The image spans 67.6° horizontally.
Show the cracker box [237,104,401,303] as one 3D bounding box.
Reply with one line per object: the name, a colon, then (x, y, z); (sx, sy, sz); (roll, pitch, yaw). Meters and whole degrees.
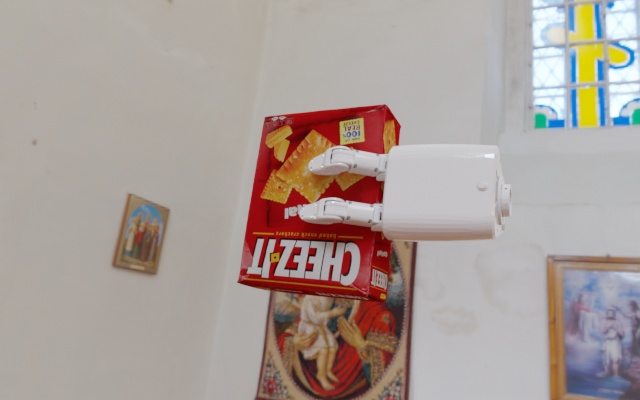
cracker box: (0.000, 0.002, 0.561); (0.164, 0.213, 0.072); (0, -16, 26)
